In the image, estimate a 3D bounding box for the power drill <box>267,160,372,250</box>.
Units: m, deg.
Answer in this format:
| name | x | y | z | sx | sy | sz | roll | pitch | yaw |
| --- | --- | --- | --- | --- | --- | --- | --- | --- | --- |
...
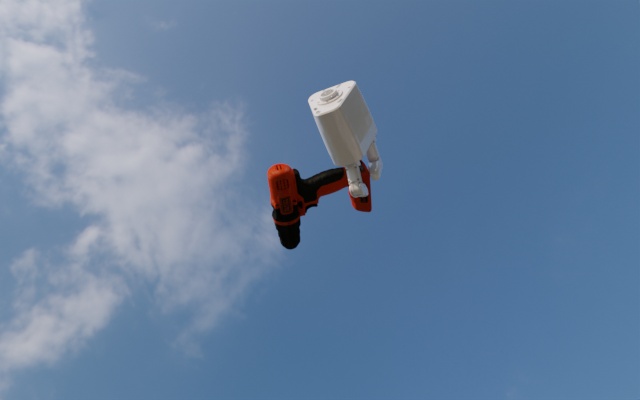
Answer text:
| name | x | y | z | sx | sy | sz | roll | pitch | yaw |
| --- | --- | --- | --- | --- | --- | --- | --- | --- | --- |
| power drill | 0.001 | 0.003 | 0.895 | 0.187 | 0.185 | 0.057 | -13 | 37 | -10 |
